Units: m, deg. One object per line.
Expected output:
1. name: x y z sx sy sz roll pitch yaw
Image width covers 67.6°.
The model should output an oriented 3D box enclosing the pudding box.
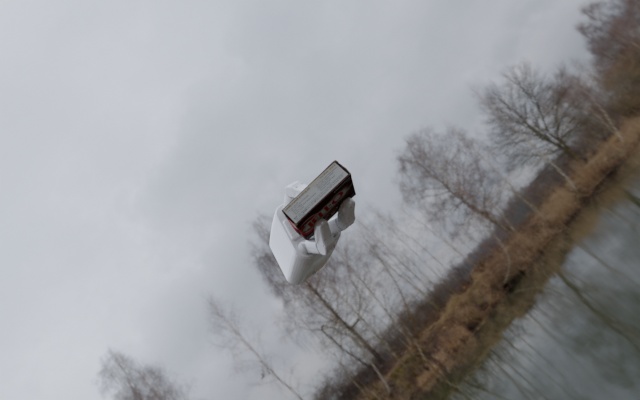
1. pudding box: 0.000 0.002 0.726 0.039 0.113 0.090 42 -8 18
